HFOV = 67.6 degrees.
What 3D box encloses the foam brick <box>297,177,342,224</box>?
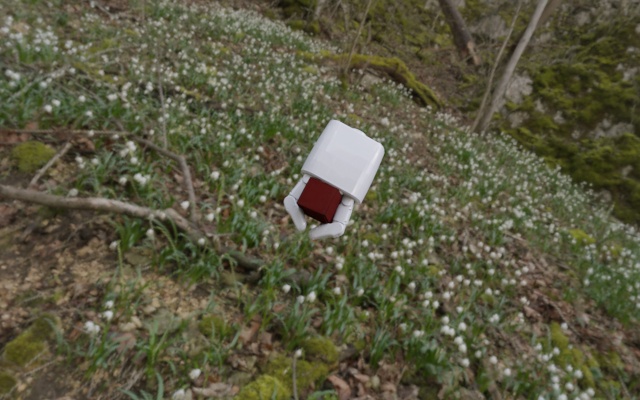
[{"bbox_3d":[0.000,0.003,0.789,0.053,0.051,0.078,26,-10,14],"label":"foam brick"}]
